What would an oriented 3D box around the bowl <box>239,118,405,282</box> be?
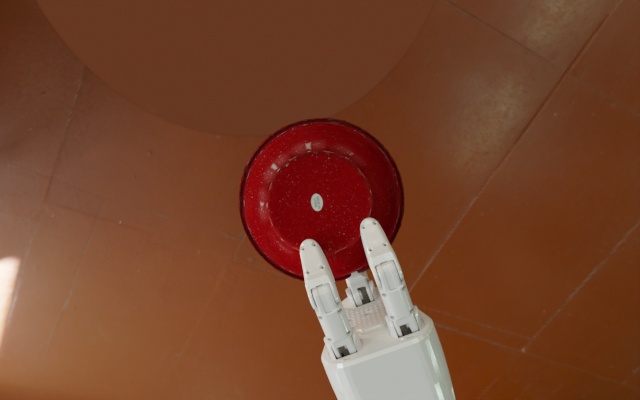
[{"bbox_3d":[-0.001,0.000,0.439,0.162,0.162,0.055,0,2,2],"label":"bowl"}]
